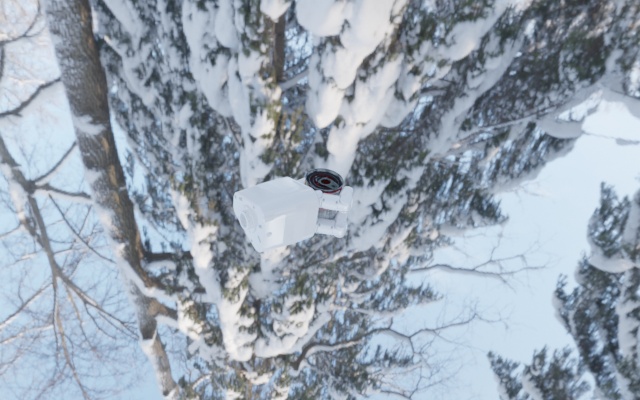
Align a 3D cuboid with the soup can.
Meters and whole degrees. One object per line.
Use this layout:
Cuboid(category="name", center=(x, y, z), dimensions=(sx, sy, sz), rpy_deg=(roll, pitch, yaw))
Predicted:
Cuboid(category="soup can", center=(0.000, 0.003, 0.861), dimensions=(0.068, 0.102, 0.068), rpy_deg=(6, 36, -5))
